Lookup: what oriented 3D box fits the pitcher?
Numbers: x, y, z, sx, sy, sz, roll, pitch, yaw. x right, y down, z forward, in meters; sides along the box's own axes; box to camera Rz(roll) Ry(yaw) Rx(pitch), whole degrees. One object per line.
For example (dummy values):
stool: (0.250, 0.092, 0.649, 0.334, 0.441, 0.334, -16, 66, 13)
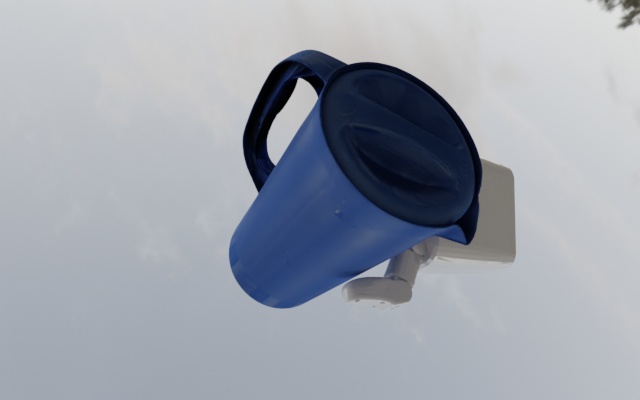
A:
pitcher: (0.000, 0.001, 0.411, 0.145, 0.149, 0.243, 9, -31, -27)
